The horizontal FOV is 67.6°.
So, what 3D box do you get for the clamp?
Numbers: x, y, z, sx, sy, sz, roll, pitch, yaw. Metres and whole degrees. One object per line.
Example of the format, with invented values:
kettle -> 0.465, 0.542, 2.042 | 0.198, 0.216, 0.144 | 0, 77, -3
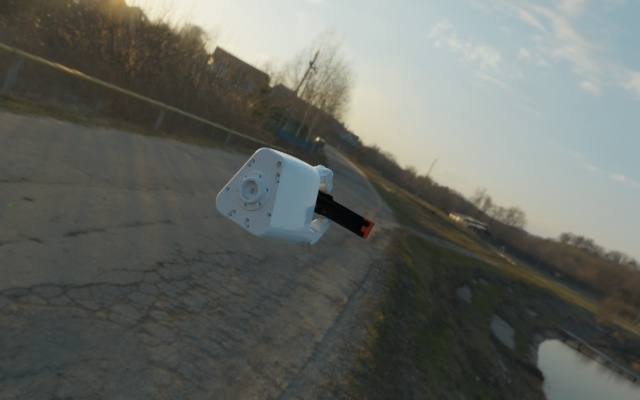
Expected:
clamp -> 0.001, 0.002, 0.786 | 0.210, 0.036, 0.164 | 30, 4, 24
